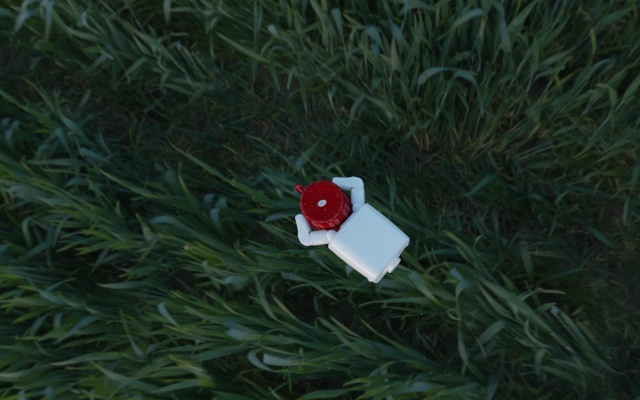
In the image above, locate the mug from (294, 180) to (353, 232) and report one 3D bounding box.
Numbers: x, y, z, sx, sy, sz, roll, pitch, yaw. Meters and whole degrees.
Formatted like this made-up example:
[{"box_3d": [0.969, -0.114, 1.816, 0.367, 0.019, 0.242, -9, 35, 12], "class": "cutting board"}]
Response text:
[{"box_3d": [-0.001, 0.002, 0.883, 0.117, 0.093, 0.081, 37, -3, 16], "class": "mug"}]
